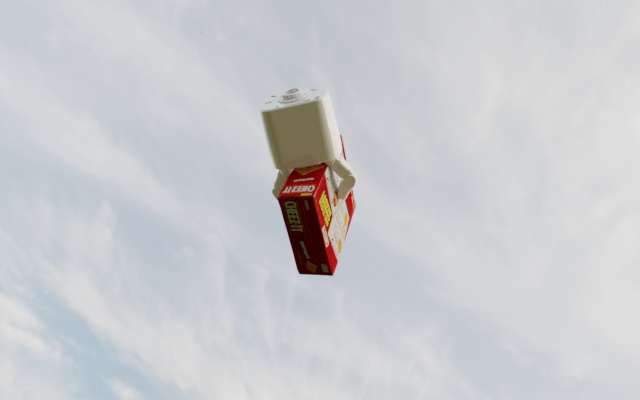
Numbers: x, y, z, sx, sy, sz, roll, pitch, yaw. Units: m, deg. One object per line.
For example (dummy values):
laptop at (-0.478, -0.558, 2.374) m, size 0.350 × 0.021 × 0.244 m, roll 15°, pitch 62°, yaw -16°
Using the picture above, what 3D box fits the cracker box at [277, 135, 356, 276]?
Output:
cracker box at (0.000, 0.003, 0.853) m, size 0.072 × 0.164 × 0.213 m, roll -2°, pitch 33°, yaw 18°
